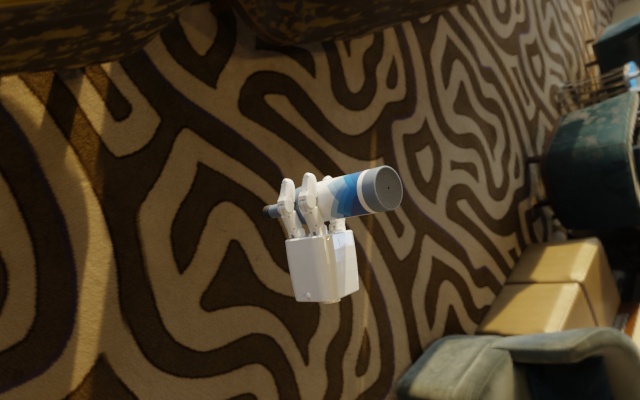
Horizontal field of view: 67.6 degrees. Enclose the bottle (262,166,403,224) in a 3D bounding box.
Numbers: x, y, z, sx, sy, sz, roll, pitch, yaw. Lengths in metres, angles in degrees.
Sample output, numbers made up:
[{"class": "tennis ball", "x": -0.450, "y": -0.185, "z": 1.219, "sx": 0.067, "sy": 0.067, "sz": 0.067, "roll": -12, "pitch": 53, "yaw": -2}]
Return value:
[{"class": "bottle", "x": 0.000, "y": 0.003, "z": 0.805, "sx": 0.069, "sy": 0.069, "sz": 0.296, "roll": 0, "pitch": -8, "yaw": -43}]
